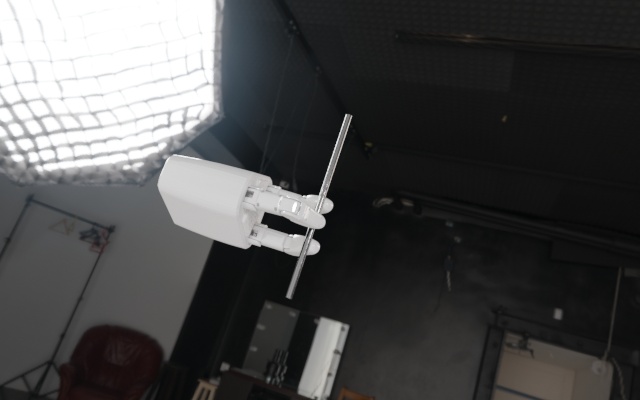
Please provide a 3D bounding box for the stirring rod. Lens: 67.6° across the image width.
[{"bbox_3d":[0.000,0.002,0.578,0.011,0.239,0.011,17,-15,5],"label":"stirring rod"}]
